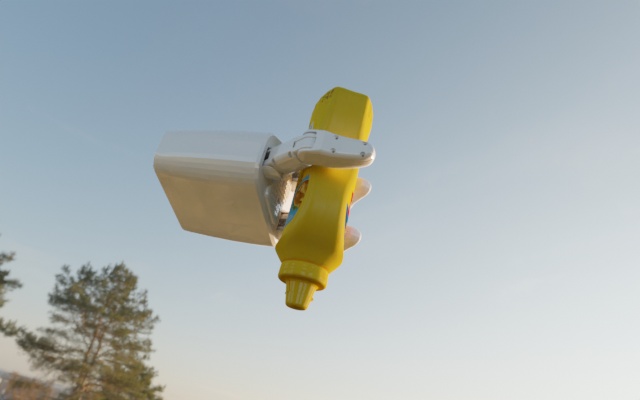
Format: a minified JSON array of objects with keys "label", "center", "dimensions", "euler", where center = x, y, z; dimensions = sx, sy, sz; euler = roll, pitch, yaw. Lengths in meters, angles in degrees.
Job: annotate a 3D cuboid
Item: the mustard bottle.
[{"label":"mustard bottle","center":[0.000,0.001,0.421],"dimensions":[0.058,0.191,0.096],"euler":[17,-26,-6]}]
